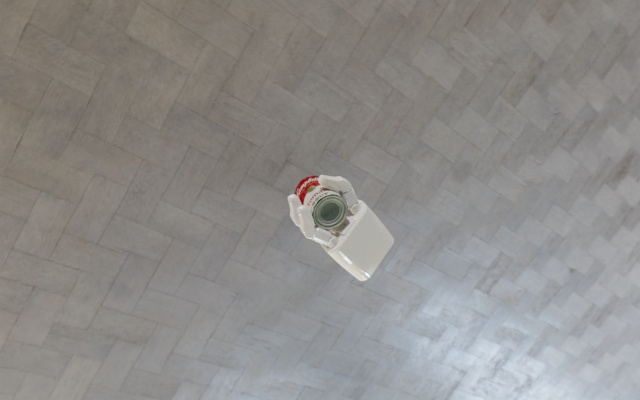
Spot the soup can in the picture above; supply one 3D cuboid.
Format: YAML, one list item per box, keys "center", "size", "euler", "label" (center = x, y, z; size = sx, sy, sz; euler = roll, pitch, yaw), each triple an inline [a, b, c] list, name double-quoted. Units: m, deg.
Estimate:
- center: [0.000, 0.003, 0.864]
  size: [0.068, 0.068, 0.102]
  euler: [0, 22, -22]
  label: "soup can"
